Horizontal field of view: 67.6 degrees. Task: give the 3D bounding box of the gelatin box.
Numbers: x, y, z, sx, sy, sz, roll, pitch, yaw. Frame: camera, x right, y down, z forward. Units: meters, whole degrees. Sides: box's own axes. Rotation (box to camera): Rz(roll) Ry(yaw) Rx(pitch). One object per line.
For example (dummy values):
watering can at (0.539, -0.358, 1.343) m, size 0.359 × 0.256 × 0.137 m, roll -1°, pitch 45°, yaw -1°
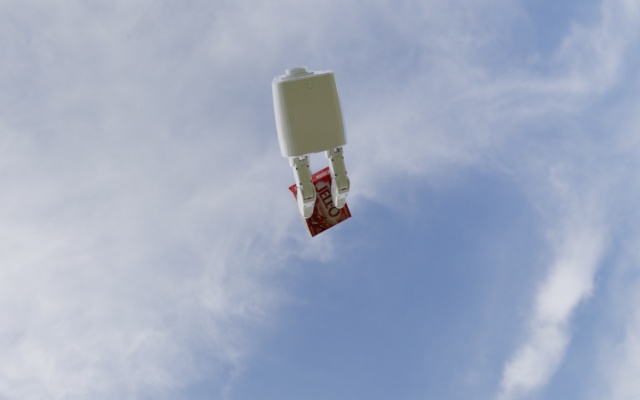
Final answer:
gelatin box at (0.000, 0.003, 0.744) m, size 0.073 × 0.089 × 0.030 m, roll -27°, pitch 29°, yaw -11°
